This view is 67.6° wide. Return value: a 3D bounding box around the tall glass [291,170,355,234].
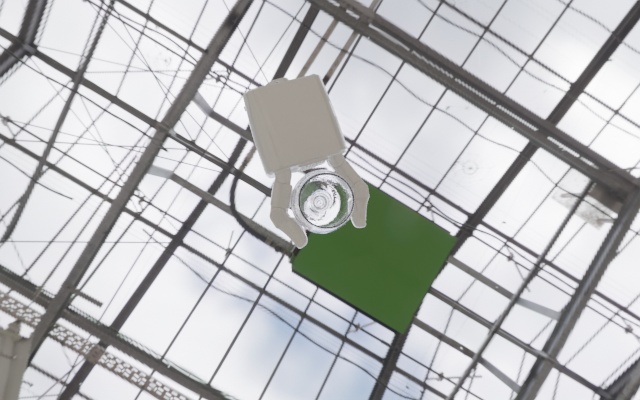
[{"bbox_3d":[0.000,0.002,0.622,0.079,0.079,0.201,0,-1,-4],"label":"tall glass"}]
